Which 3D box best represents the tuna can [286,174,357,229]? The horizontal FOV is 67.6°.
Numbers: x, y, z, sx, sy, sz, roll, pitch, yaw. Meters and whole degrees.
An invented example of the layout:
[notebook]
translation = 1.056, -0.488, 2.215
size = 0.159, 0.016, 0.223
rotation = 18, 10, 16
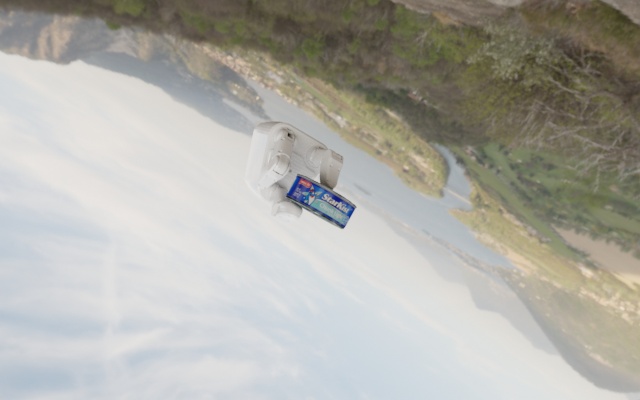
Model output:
[tuna can]
translation = 0.000, 0.002, 0.595
size = 0.086, 0.034, 0.086
rotation = 29, -4, 2
